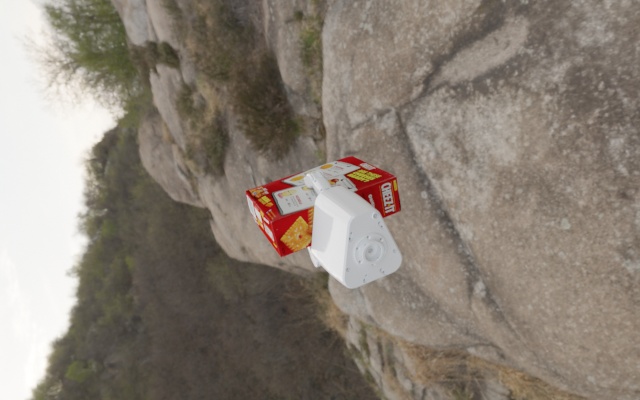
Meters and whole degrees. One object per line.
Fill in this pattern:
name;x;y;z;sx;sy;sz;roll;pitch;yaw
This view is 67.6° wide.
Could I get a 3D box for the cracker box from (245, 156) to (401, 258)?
cracker box;0.000;0.003;0.799;0.213;0.072;0.164;-19;24;-17
